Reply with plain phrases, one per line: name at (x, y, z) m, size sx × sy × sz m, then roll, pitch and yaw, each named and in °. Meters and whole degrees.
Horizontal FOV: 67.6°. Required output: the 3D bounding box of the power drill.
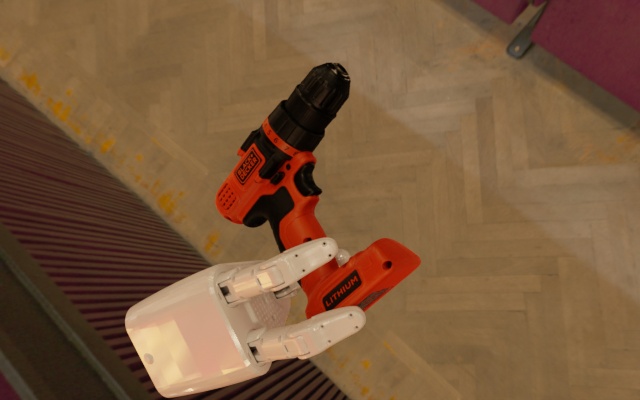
power drill at (0.000, 0.002, 0.413) m, size 0.057 × 0.187 × 0.184 m, roll -1°, pitch -41°, yaw -51°
